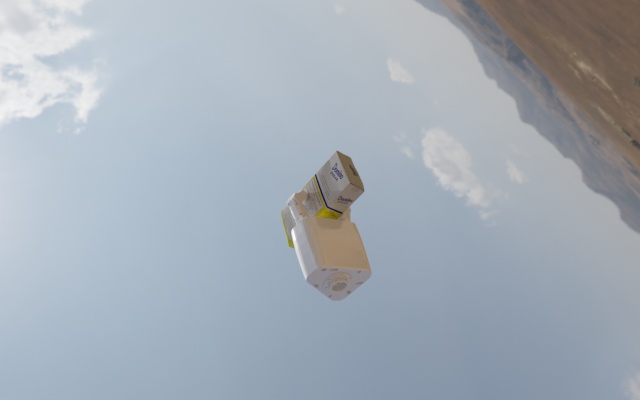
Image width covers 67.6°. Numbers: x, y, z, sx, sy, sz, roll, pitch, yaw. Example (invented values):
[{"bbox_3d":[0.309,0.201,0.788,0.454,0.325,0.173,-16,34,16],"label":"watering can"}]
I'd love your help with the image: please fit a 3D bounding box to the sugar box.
[{"bbox_3d":[0.001,0.003,0.877,0.048,0.093,0.176,25,-58,-37],"label":"sugar box"}]
